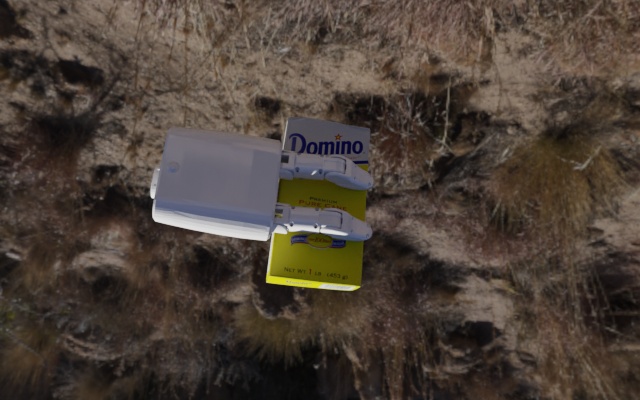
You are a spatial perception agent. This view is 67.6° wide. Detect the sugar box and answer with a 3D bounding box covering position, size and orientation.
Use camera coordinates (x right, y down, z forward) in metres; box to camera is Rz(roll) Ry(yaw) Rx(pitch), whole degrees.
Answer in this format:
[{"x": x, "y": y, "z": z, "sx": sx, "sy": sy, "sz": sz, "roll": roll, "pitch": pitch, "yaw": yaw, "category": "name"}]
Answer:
[{"x": 0.000, "y": 0.002, "z": 0.501, "sx": 0.093, "sy": 0.176, "sz": 0.048, "roll": 8, "pitch": -18, "yaw": -8, "category": "sugar box"}]
